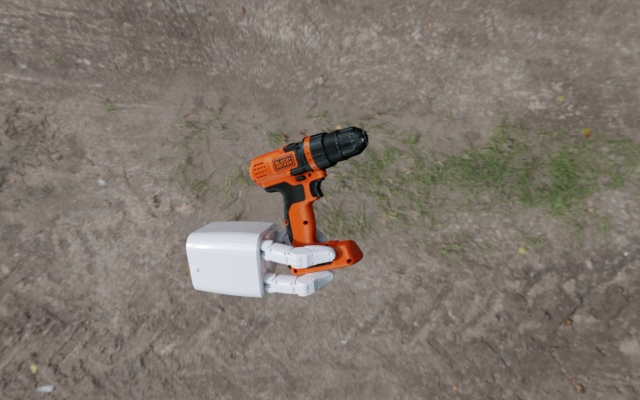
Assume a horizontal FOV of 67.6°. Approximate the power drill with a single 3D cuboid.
[{"bbox_3d":[0.000,0.003,0.674,0.184,0.187,0.057,-15,0,27],"label":"power drill"}]
